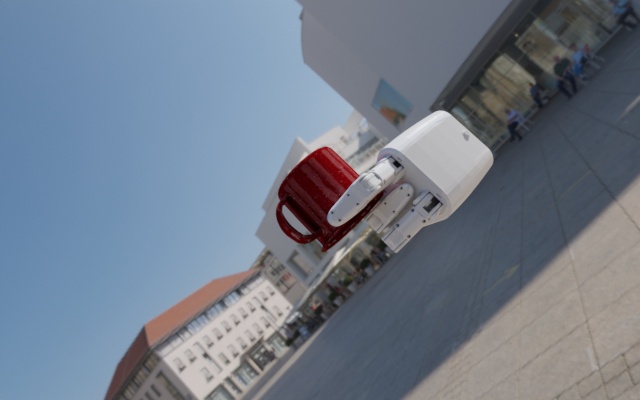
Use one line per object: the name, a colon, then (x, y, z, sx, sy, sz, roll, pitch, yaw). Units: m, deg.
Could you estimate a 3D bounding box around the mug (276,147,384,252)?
mug: (-0.001, 0.002, 0.516, 0.117, 0.081, 0.093, -37, -12, -35)
